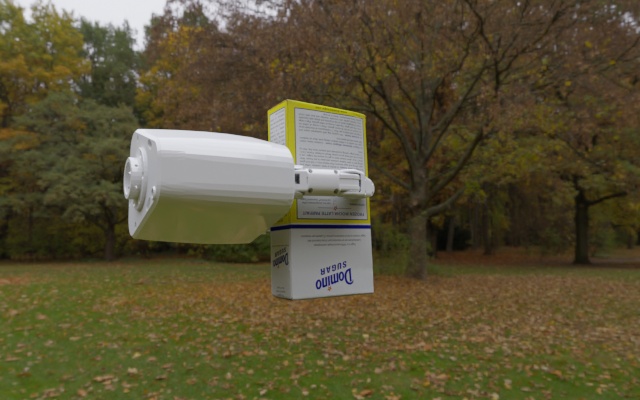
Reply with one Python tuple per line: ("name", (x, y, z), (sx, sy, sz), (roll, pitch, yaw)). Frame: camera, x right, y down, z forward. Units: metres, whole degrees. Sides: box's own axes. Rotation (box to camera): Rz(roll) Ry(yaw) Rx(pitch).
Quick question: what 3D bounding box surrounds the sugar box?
("sugar box", (0.000, 0.001, 0.451), (0.093, 0.176, 0.048), (3, -6, -33))
